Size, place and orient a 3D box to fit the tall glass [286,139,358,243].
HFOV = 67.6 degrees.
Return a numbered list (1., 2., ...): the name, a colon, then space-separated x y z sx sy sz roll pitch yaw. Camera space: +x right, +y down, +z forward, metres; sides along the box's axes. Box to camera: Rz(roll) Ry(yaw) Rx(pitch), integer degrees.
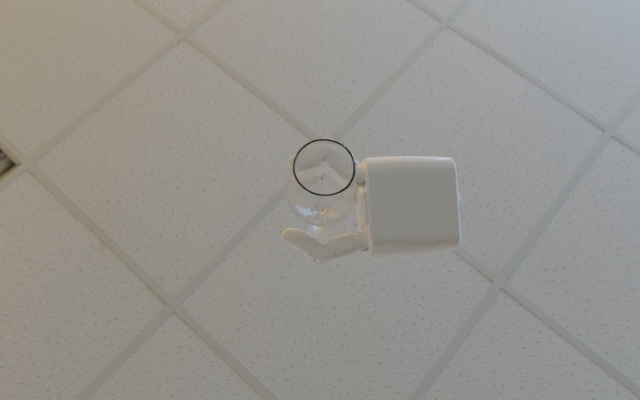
1. tall glass: 0.000 0.002 0.557 0.079 0.079 0.201 0 -20 -2
